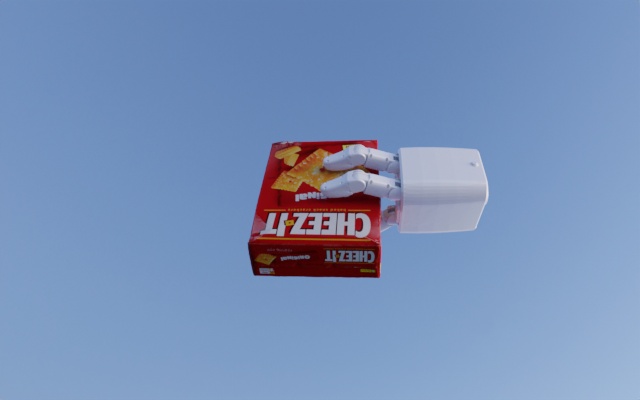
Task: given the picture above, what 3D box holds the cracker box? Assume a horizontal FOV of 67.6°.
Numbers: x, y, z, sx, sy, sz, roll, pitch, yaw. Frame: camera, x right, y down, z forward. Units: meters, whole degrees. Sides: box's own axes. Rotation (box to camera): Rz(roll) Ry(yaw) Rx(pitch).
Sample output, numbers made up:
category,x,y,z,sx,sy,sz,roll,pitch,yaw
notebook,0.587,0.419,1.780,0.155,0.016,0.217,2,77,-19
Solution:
category,x,y,z,sx,sy,sz,roll,pitch,yaw
cracker box,0.000,0.002,0.660,0.164,0.072,0.213,0,42,6
